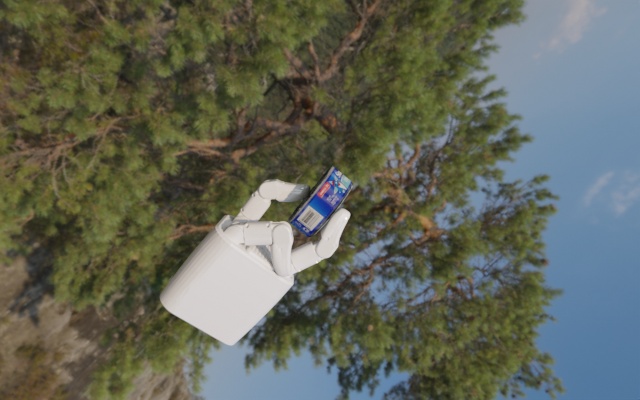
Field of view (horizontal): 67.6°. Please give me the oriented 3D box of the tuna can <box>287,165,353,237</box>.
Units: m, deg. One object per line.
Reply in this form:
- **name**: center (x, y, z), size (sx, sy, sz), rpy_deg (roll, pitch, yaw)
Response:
- **tuna can**: center (0.001, 0.002, 0.568), size (0.034, 0.086, 0.086), rpy_deg (39, -3, -4)
